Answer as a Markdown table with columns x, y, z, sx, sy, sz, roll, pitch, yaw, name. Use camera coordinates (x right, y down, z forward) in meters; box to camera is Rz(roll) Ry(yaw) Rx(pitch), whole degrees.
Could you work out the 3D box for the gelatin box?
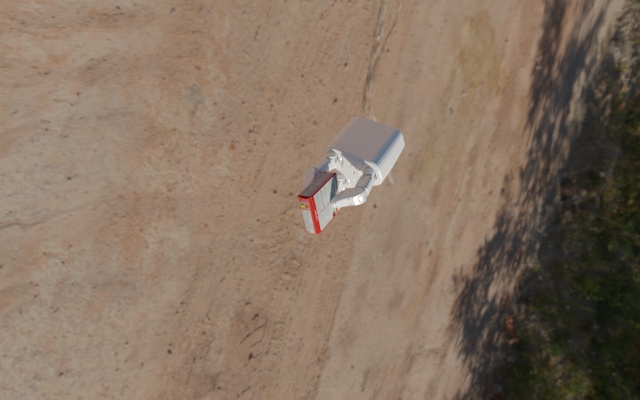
| x | y | z | sx | sy | sz | roll | pitch | yaw | name |
| --- | --- | --- | --- | --- | --- | --- | --- | --- | --- |
| 0.000 | 0.003 | 0.811 | 0.030 | 0.073 | 0.089 | 8 | 35 | 29 | gelatin box |
